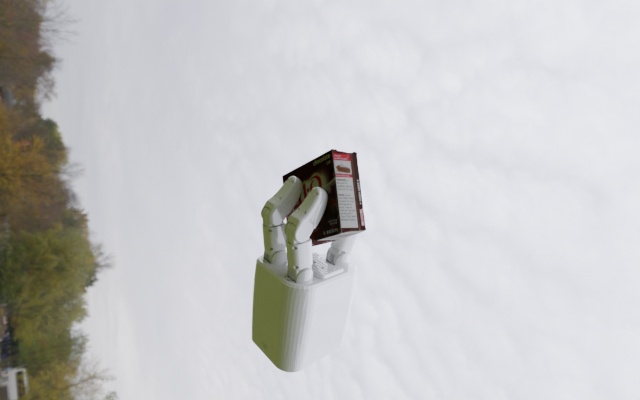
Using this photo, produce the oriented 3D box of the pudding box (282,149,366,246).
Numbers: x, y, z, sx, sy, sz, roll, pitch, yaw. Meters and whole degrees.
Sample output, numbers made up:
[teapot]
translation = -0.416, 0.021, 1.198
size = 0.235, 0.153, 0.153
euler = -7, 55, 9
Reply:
[pudding box]
translation = 0.000, 0.002, 0.538
size = 0.039, 0.090, 0.113
euler = 1, -13, -35
